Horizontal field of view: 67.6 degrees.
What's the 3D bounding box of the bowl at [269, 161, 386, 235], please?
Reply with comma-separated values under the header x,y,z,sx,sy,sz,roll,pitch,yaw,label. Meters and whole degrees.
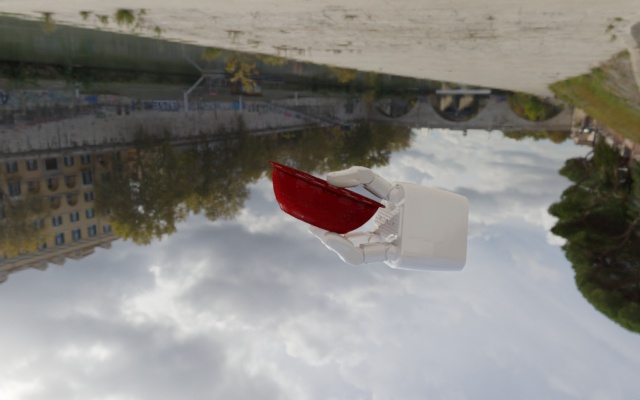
x,y,z,sx,sy,sz,roll,pitch,yaw,label
-0.001,0.002,0.623,0.162,0.055,0.162,22,4,-2,bowl
